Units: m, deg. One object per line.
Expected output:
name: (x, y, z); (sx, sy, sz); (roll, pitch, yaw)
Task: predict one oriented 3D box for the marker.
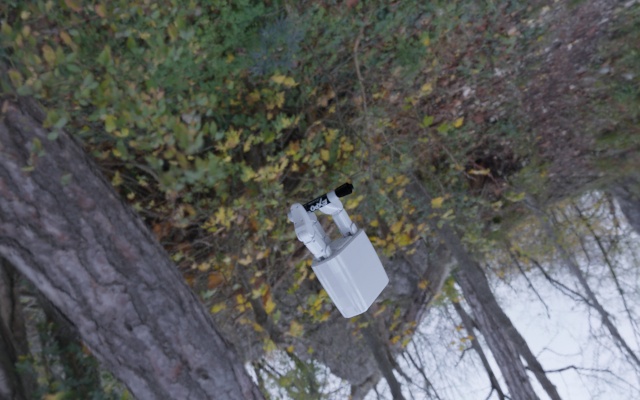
marker: (0.000, 0.002, 0.751); (0.121, 0.020, 0.020); (-27, -13, 26)
